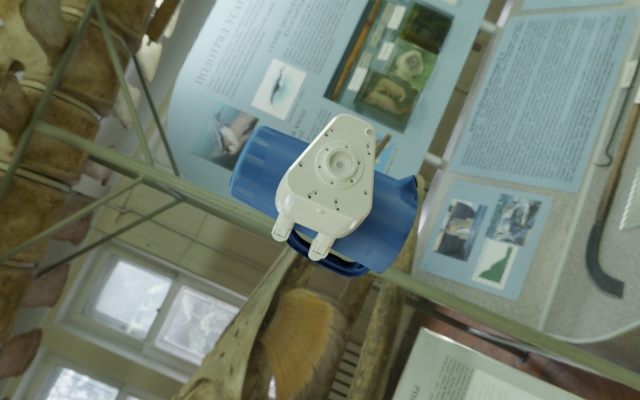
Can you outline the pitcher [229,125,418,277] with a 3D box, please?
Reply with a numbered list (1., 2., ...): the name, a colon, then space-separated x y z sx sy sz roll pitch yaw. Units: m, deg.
1. pitcher: 0.000 0.002 0.663 0.243 0.149 0.145 25 -13 -3
